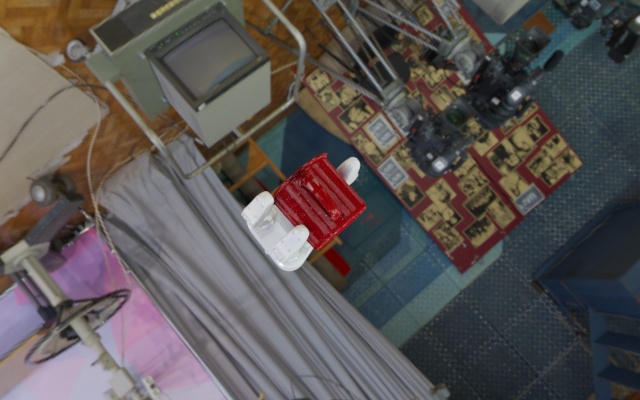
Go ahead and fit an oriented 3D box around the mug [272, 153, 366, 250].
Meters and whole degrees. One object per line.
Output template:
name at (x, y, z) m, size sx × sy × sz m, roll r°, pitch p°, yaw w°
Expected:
mug at (0.000, 0.002, 0.555) m, size 0.093 × 0.081 × 0.117 m, roll -40°, pitch -6°, yaw -10°
